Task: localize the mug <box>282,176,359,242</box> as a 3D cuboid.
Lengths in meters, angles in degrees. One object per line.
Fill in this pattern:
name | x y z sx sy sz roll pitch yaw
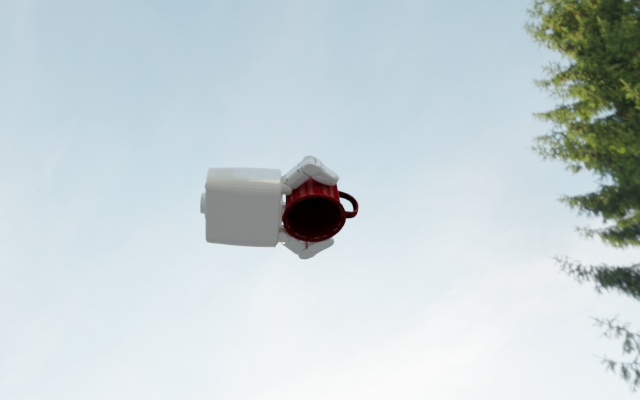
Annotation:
mug | 0.002 0.002 0.720 0.117 0.093 0.081 3 39 -8
